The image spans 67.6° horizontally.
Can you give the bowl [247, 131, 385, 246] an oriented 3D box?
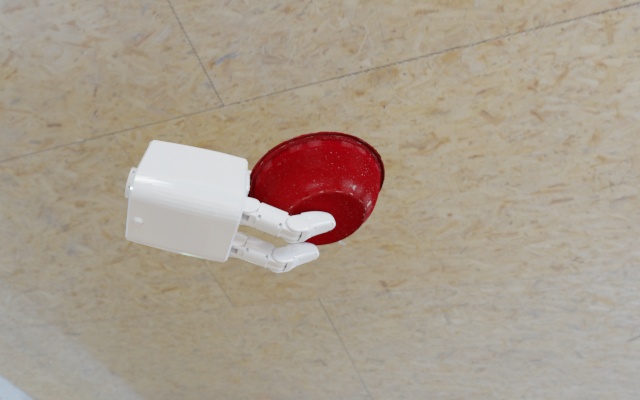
[{"bbox_3d":[0.001,0.002,0.536,0.162,0.055,0.162,-8,-41,-7],"label":"bowl"}]
